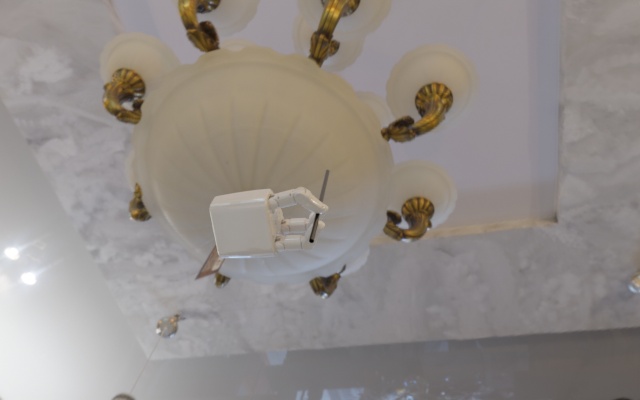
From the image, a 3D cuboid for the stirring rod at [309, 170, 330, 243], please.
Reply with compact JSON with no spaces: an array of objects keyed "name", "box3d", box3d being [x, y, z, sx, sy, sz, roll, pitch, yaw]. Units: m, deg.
[{"name":"stirring rod","box3d":[0.000,0.003,0.854,0.011,0.011,0.239,0,31,8]}]
